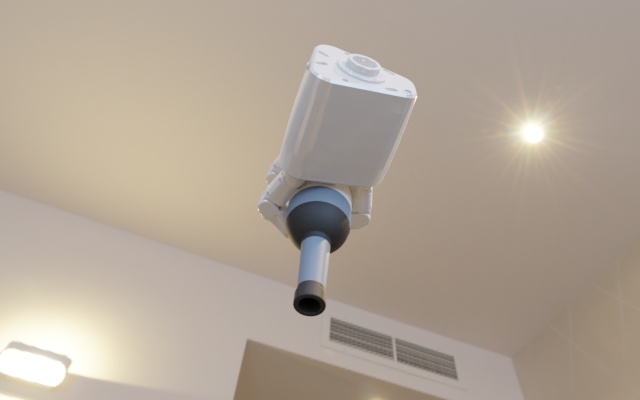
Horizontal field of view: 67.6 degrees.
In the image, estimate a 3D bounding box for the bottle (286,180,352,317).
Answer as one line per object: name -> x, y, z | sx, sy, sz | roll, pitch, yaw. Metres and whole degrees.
bottle -> 0.000, 0.002, 0.512 | 0.069, 0.069, 0.295 | 0, 35, 4
